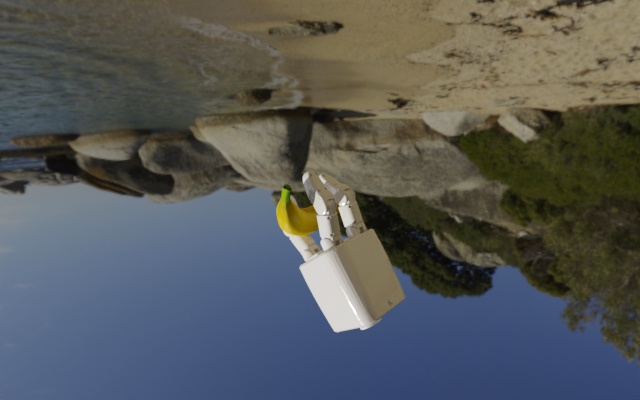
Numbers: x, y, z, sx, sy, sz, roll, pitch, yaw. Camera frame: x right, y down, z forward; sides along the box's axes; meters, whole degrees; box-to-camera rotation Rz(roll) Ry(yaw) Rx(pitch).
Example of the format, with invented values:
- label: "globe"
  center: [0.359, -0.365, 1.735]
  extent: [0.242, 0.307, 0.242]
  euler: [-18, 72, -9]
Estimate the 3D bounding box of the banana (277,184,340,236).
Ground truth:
- label: "banana"
  center: [-0.012, 0.017, 0.670]
  extent: [0.037, 0.069, 0.198]
  euler: [40, 14, 18]
